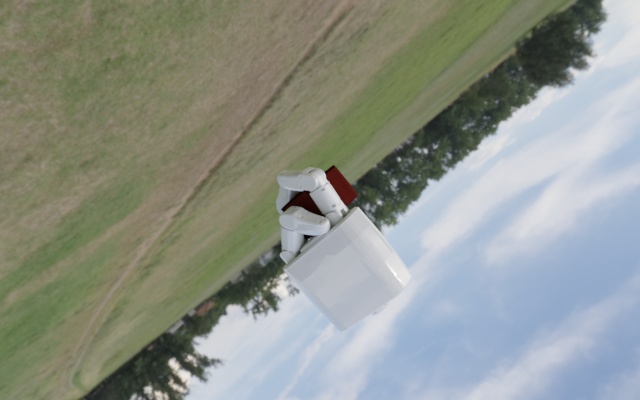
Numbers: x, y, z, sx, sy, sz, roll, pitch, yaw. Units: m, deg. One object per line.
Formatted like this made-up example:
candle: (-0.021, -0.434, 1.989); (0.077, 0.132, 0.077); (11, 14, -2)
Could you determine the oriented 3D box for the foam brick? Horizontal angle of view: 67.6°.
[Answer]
foam brick: (0.000, 0.002, 0.598); (0.053, 0.051, 0.078); (-41, 0, 41)
